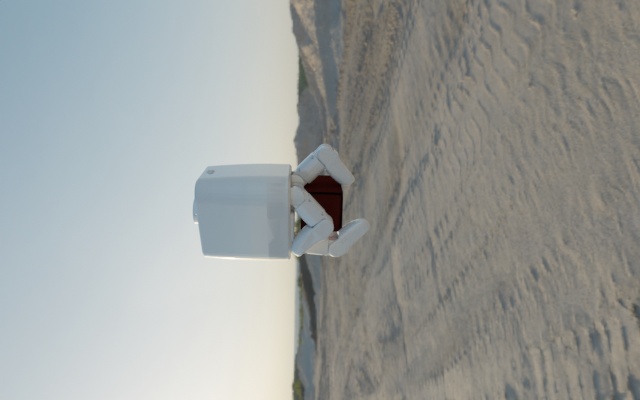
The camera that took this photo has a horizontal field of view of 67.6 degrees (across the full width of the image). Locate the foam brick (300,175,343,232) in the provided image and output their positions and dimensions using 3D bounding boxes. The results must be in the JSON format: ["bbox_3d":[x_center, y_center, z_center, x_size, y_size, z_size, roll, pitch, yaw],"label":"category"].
[{"bbox_3d":[0.000,0.002,0.613,0.051,0.053,0.078,0,18,-2],"label":"foam brick"}]
